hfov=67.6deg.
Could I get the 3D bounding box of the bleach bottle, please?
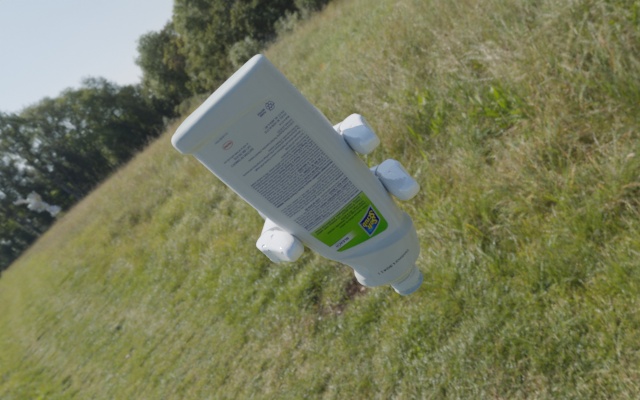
[{"bbox_3d":[0.000,0.001,0.416,0.102,0.251,0.068,-38,22,14],"label":"bleach bottle"}]
